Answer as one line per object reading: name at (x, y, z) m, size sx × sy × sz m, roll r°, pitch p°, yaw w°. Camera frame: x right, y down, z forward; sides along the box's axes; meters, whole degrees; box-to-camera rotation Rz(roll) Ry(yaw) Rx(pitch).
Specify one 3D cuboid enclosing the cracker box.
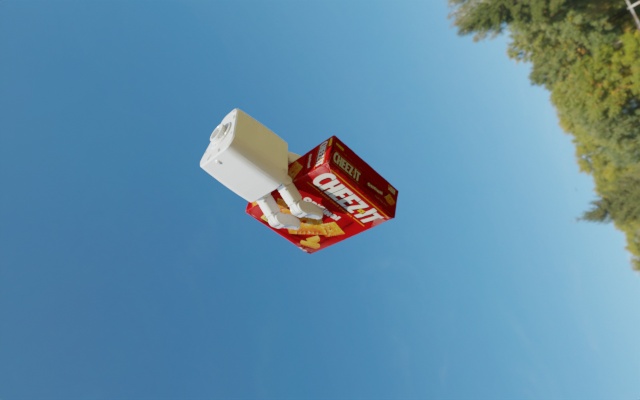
cracker box at (0.000, 0.003, 0.832) m, size 0.164 × 0.072 × 0.214 m, roll 37°, pitch -44°, yaw -28°
